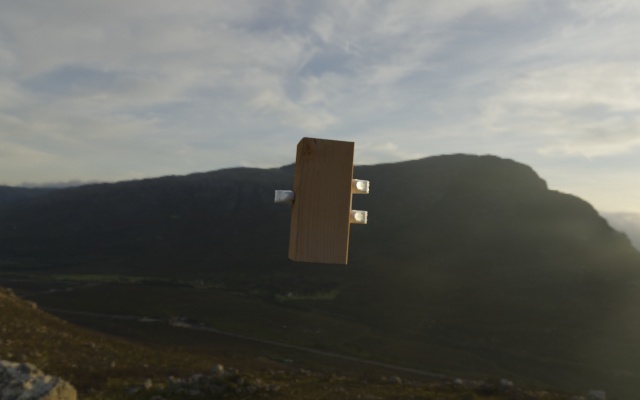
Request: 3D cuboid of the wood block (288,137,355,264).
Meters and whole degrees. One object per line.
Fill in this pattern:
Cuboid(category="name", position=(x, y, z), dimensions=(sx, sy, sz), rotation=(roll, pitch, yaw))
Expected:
Cuboid(category="wood block", position=(0.000, 0.003, 0.831), dimensions=(0.091, 0.206, 0.090), rotation=(4, -3, -11))
